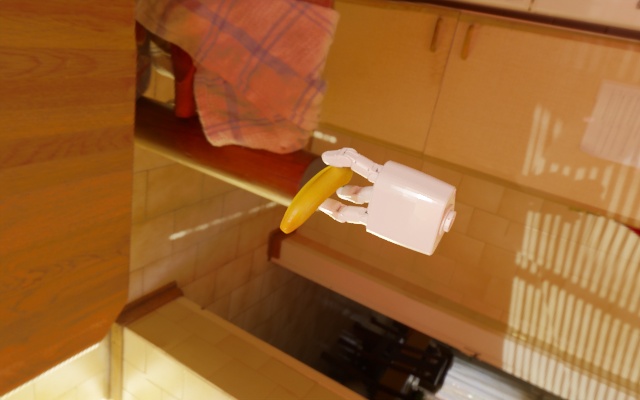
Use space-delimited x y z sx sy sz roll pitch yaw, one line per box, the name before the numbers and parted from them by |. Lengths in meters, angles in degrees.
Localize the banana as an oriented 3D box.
banana | 0.005 -0.015 0.727 0.037 0.070 0.197 25 32 20
